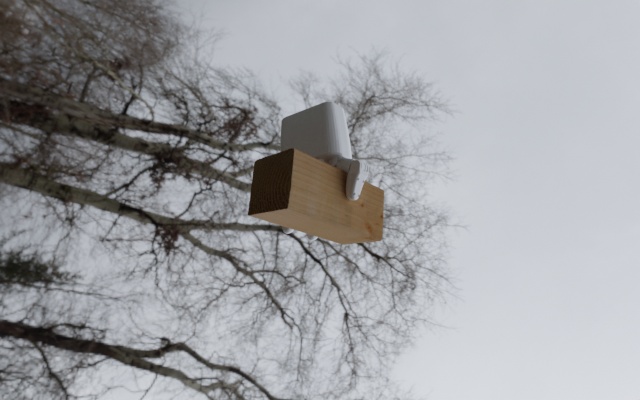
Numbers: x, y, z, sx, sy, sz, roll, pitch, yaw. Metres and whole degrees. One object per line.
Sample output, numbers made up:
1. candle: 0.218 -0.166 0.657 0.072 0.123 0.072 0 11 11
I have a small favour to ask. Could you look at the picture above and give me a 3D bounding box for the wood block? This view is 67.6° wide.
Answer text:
1. wood block: 0.000 0.002 0.742 0.091 0.090 0.206 -12 -24 43
